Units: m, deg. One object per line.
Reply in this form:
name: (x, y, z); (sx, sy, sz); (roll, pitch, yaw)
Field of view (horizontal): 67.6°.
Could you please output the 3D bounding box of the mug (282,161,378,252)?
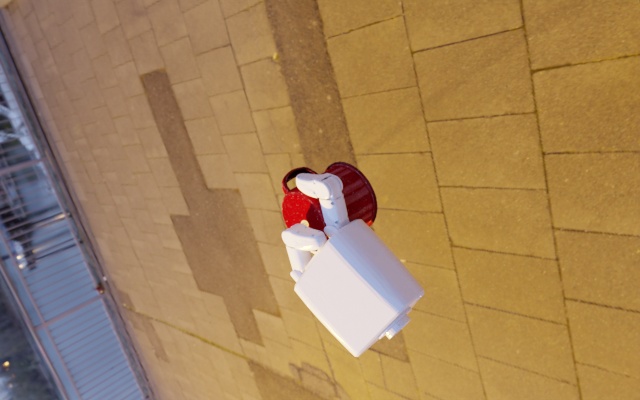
mug: (-0.001, 0.001, 0.584); (0.081, 0.117, 0.093); (-29, -25, -36)
